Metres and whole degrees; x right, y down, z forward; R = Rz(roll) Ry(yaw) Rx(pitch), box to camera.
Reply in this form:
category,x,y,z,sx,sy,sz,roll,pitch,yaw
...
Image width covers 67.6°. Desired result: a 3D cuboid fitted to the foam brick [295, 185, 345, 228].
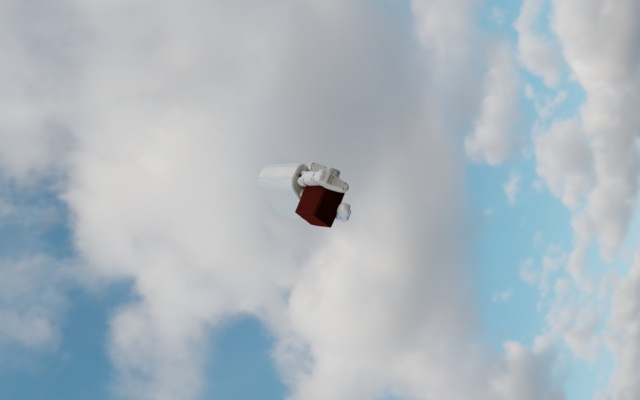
category,x,y,z,sx,sy,sz,roll,pitch,yaw
foam brick,0.000,0.003,0.860,0.051,0.078,0.053,5,-26,43
